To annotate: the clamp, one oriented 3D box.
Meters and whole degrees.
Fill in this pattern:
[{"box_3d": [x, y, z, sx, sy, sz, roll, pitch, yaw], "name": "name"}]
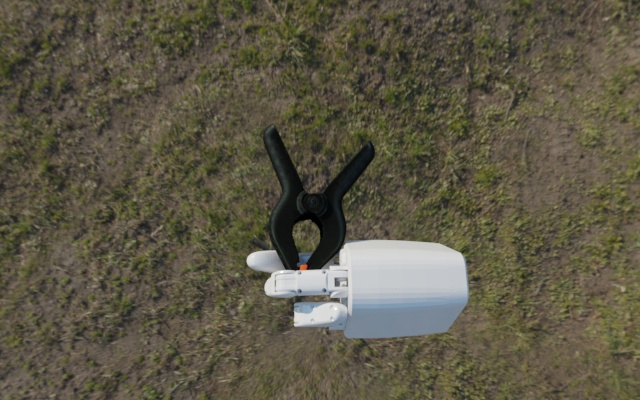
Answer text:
[{"box_3d": [0.000, 0.002, 0.494, 0.120, 0.171, 0.039, -1, -15, -1], "name": "clamp"}]
